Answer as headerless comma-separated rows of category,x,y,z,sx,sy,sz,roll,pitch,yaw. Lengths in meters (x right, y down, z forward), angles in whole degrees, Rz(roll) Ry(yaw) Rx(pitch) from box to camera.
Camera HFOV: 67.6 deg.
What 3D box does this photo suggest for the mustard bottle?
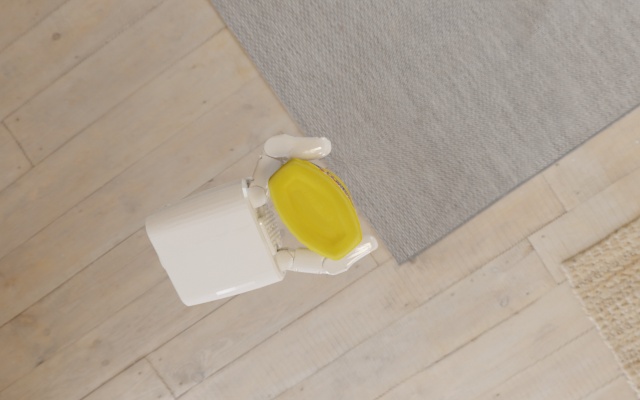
mustard bottle,0.000,0.001,0.499,0.058,0.096,0.191,-42,1,5
